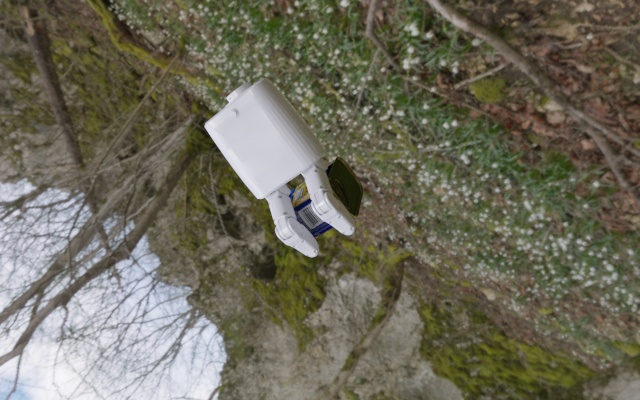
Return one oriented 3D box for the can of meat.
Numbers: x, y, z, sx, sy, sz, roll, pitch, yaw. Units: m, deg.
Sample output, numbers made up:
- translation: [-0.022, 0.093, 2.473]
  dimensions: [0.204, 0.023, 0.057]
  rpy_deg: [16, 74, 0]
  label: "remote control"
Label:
- translation: [0.000, 0.002, 0.590]
  dimensions: [0.084, 0.057, 0.102]
  rpy_deg: [-32, 16, 22]
  label: "can of meat"
